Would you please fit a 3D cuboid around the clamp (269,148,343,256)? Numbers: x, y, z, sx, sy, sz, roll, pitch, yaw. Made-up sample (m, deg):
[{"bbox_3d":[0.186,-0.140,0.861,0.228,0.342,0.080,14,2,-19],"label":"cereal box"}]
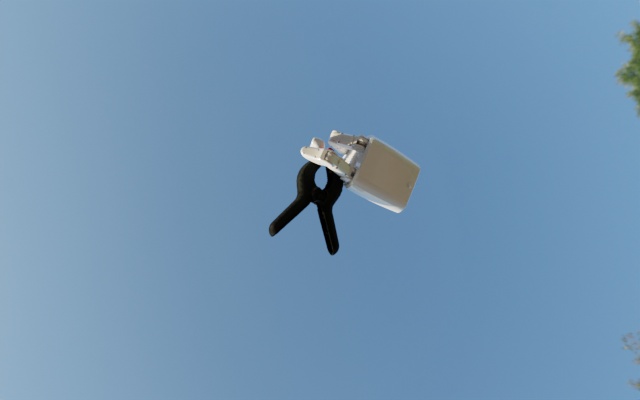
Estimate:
[{"bbox_3d":[0.000,0.002,0.773,0.120,0.171,0.039,30,-13,-25],"label":"clamp"}]
